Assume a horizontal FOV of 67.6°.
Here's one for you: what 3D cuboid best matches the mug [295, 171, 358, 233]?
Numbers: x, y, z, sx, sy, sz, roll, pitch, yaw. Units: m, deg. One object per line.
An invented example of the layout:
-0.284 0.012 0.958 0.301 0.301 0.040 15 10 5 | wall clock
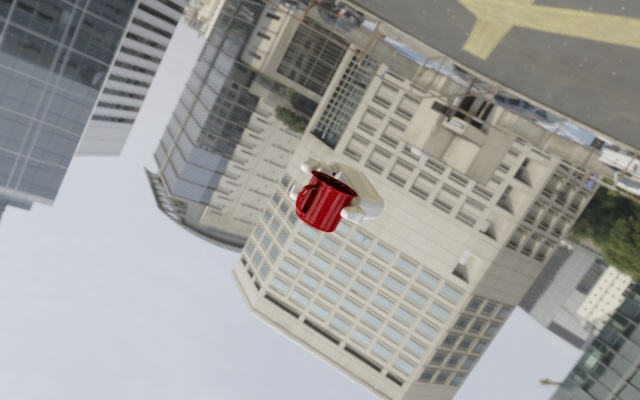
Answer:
-0.001 0.003 0.843 0.093 0.081 0.117 37 16 33 | mug
